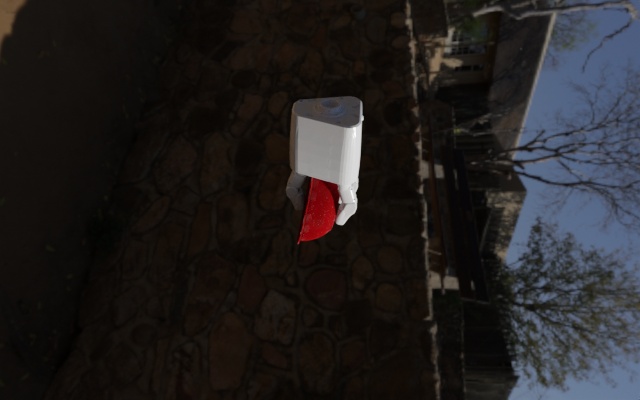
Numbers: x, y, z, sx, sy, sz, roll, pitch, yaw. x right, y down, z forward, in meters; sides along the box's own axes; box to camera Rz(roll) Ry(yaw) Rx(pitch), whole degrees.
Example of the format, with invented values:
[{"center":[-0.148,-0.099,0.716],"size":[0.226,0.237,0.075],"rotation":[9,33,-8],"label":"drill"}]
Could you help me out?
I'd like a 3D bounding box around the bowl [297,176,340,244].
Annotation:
[{"center":[0.000,0.004,0.840],"size":[0.055,0.162,0.162],"rotation":[12,-1,-4],"label":"bowl"}]
